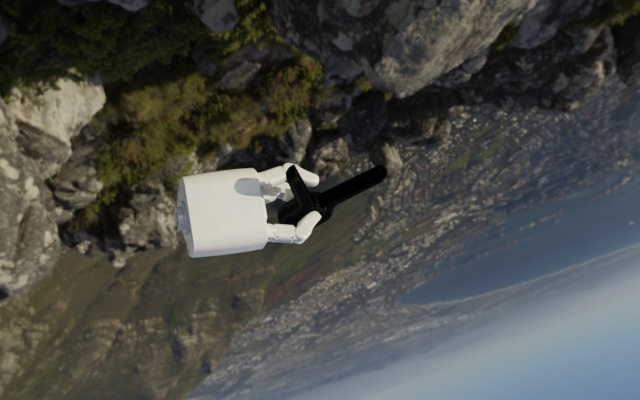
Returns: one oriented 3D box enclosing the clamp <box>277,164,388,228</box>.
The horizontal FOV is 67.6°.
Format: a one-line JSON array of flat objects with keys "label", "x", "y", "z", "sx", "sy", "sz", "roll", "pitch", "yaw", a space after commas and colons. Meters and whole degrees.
[{"label": "clamp", "x": 0.000, "y": 0.003, "z": 0.748, "sx": 0.164, "sy": 0.036, "sz": 0.210, "roll": -5, "pitch": -27, "yaw": -24}]
